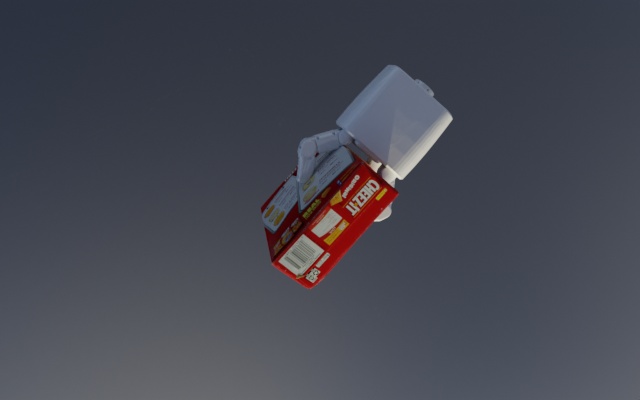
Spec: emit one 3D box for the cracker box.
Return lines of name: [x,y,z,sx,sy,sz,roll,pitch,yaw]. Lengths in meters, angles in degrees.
cracker box: [0.000,0.002,0.658,0.072,0.164,0.213,39,7,-19]
